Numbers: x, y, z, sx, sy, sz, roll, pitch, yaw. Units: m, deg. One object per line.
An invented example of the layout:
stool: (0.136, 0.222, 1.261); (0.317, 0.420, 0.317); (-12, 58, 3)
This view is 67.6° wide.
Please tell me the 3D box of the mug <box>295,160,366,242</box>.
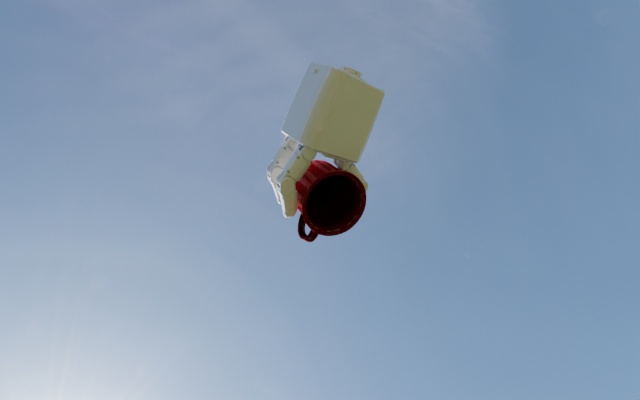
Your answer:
mug: (0.000, 0.003, 0.670); (0.093, 0.117, 0.081); (18, 12, -28)
